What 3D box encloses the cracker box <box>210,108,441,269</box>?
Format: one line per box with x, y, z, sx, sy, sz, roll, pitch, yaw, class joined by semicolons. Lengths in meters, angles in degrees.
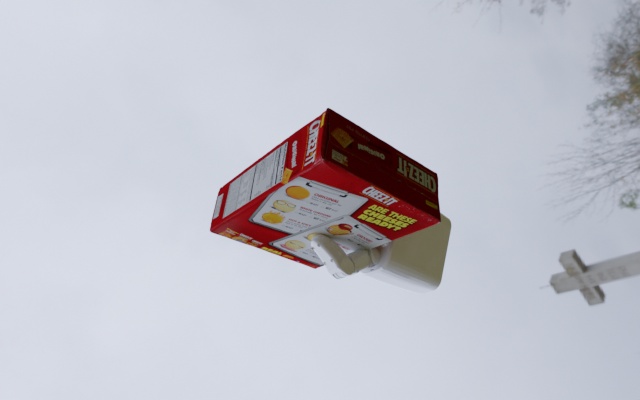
0.000;0.002;0.545;0.164;0.072;0.214;25;-35;-32;cracker box
